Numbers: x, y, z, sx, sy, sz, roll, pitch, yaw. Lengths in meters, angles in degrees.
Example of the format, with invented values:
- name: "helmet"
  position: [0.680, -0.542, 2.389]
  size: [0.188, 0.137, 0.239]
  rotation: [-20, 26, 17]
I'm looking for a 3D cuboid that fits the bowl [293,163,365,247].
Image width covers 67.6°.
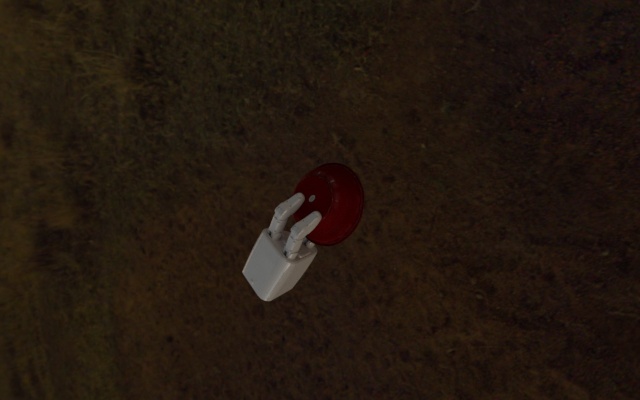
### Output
- name: "bowl"
  position: [0.000, 0.002, 0.887]
  size: [0.162, 0.162, 0.055]
  rotation: [0, -9, 36]
